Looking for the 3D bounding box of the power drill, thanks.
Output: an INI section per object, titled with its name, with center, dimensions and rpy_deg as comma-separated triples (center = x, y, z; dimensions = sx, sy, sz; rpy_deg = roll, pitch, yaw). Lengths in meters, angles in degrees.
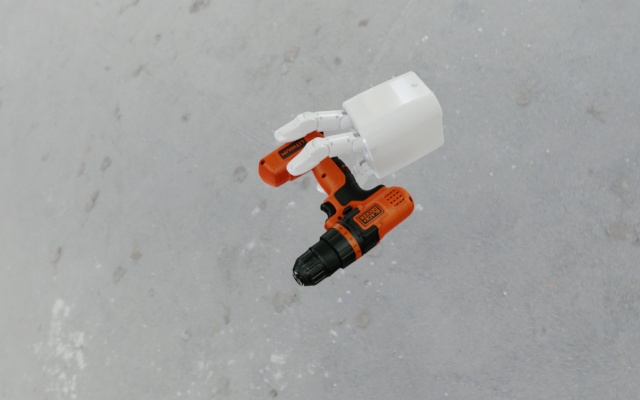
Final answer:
[power drill]
center = 0.000, 0.002, 0.630
dimensions = 0.184, 0.187, 0.057
rpy_deg = -34, -26, -19
